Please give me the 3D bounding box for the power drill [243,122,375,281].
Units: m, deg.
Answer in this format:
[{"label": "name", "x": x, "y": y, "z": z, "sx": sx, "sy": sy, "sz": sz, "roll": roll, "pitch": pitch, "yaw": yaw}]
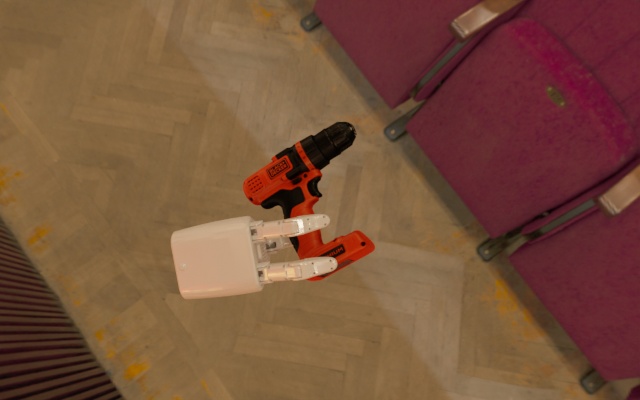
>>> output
[{"label": "power drill", "x": 0.000, "y": 0.003, "z": 0.664, "sx": 0.184, "sy": 0.187, "sz": 0.057, "roll": -32, "pitch": -20, "yaw": 13}]
